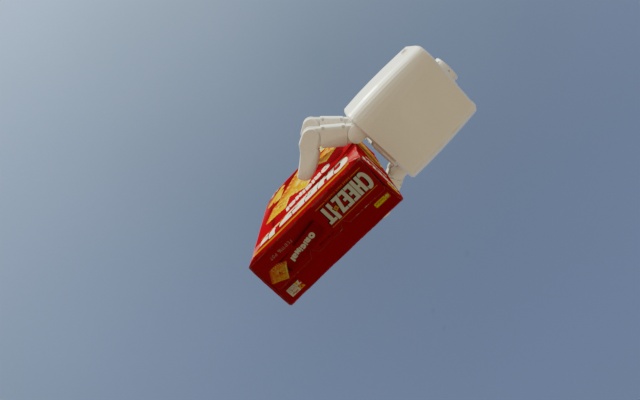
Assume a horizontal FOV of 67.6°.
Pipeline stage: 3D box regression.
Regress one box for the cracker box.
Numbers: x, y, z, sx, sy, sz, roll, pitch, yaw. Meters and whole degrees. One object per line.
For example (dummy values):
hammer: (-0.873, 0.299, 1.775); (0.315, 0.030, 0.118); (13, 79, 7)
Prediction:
cracker box: (0.000, 0.002, 0.573); (0.072, 0.164, 0.213); (42, 12, -12)
